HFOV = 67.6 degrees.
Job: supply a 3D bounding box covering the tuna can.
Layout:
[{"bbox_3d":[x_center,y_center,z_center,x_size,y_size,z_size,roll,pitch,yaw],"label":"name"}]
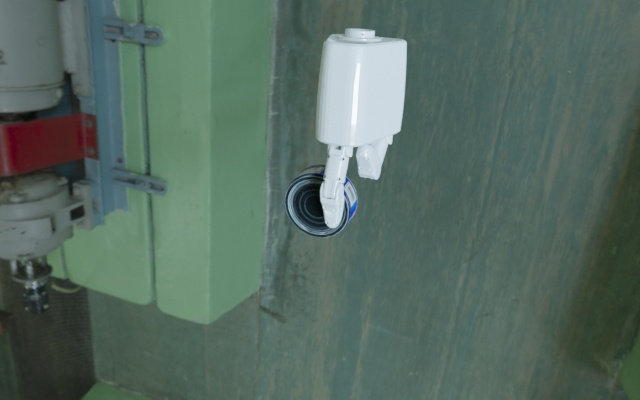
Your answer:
[{"bbox_3d":[0.000,0.002,0.582,0.086,0.086,0.033,0,24,22],"label":"tuna can"}]
